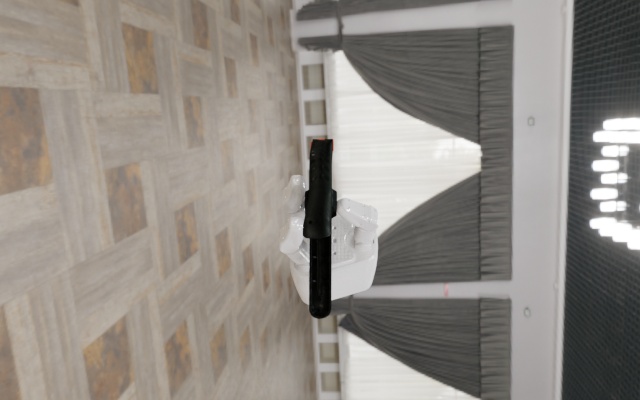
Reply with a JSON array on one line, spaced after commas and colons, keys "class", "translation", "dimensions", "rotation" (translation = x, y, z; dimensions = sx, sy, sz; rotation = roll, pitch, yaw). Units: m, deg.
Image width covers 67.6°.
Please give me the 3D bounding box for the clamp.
[{"class": "clamp", "translation": [0.001, 0.001, 0.521], "dimensions": [0.036, 0.209, 0.165], "rotation": [1, -33, 1]}]
